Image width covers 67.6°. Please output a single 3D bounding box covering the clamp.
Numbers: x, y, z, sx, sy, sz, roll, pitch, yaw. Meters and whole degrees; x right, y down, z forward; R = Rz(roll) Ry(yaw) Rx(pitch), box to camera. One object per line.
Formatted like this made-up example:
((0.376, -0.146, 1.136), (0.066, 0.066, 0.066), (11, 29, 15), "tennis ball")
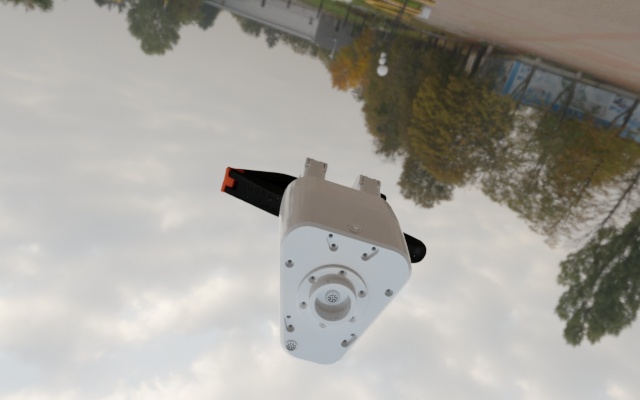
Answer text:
((-0.001, 0.002, 0.521), (0.210, 0.036, 0.164), (17, 15, -6), "clamp")
